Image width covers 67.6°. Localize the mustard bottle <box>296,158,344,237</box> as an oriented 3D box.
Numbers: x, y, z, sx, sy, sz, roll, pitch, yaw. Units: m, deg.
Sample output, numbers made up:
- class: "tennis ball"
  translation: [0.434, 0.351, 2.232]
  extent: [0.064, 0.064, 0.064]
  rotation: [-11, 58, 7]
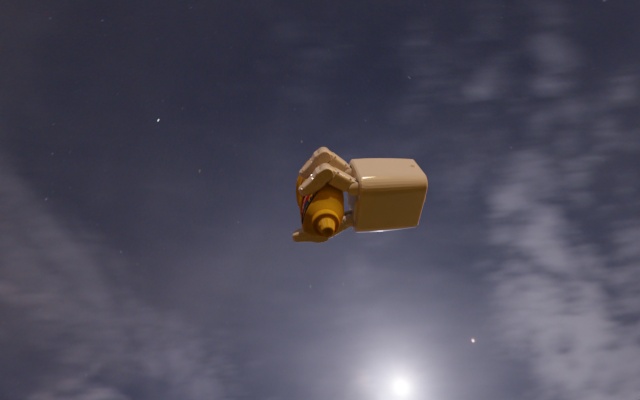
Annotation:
- class: "mustard bottle"
  translation: [0.000, 0.002, 0.760]
  extent: [0.058, 0.096, 0.191]
  rotation: [21, 22, -17]
